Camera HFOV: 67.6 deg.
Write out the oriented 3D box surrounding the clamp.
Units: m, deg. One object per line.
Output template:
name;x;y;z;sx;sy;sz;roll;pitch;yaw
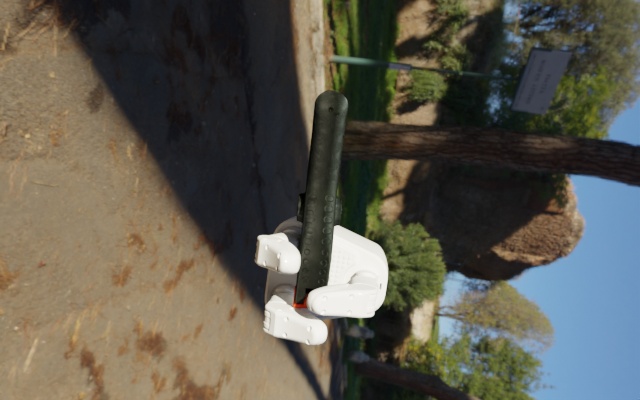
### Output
clamp;0.001;0.002;0.403;0.039;0.171;0.120;9;5;5
